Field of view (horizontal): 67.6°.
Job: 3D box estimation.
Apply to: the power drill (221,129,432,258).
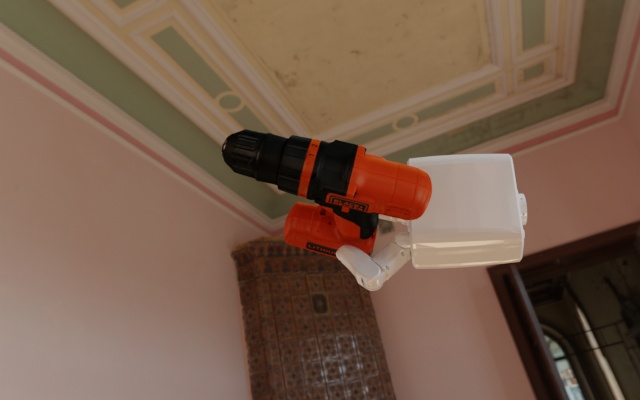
[{"bbox_3d":[0.000,0.002,0.477,0.184,0.057,0.188,16,-20,3],"label":"power drill"}]
